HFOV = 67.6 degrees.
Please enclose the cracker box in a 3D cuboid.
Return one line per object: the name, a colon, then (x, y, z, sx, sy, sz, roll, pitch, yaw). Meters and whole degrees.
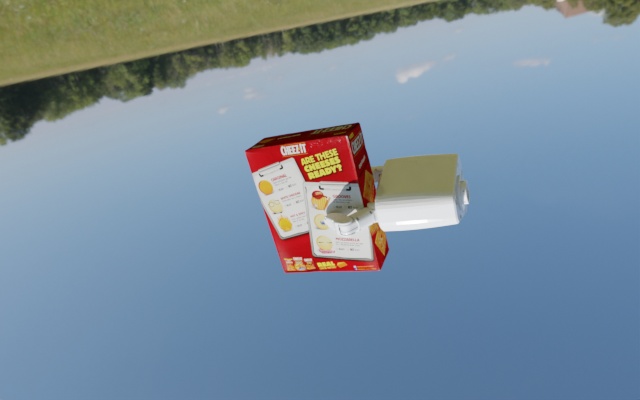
cracker box: (0.000, 0.003, 0.721, 0.164, 0.214, 0.072, -5, 23, 24)
